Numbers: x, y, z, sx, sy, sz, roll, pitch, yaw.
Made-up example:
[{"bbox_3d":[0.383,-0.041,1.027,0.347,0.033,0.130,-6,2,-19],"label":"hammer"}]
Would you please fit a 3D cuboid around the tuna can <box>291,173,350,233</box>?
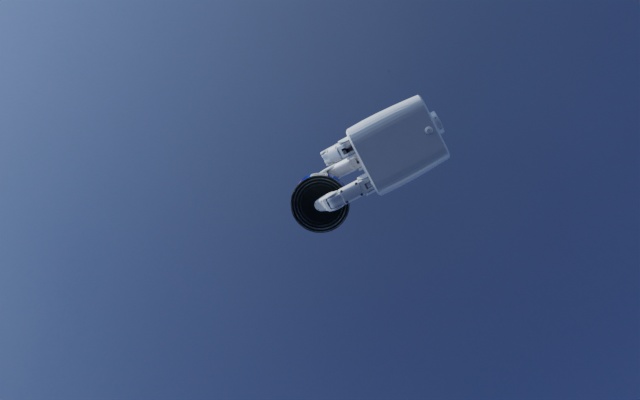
[{"bbox_3d":[0.000,0.002,0.704,0.086,0.086,0.033,0,13,3],"label":"tuna can"}]
